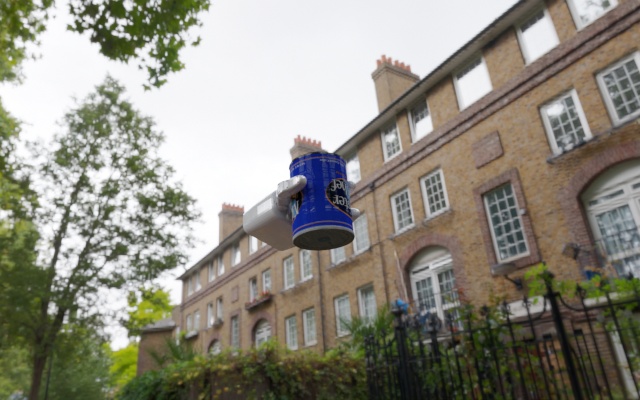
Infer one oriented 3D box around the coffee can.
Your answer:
[{"bbox_3d":[0.000,0.003,0.812,0.103,0.140,0.103,-4,-24,-2],"label":"coffee can"}]
